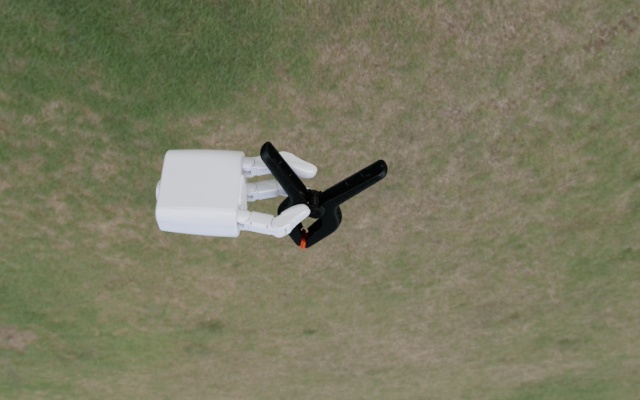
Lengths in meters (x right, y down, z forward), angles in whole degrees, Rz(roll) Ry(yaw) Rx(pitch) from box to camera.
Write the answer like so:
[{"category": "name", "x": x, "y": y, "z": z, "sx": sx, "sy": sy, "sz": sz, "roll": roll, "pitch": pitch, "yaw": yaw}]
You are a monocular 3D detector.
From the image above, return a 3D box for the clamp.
[{"category": "clamp", "x": 0.000, "y": 0.003, "z": 0.675, "sx": 0.164, "sy": 0.036, "sz": 0.210, "roll": 5, "pitch": -39, "yaw": -1}]
